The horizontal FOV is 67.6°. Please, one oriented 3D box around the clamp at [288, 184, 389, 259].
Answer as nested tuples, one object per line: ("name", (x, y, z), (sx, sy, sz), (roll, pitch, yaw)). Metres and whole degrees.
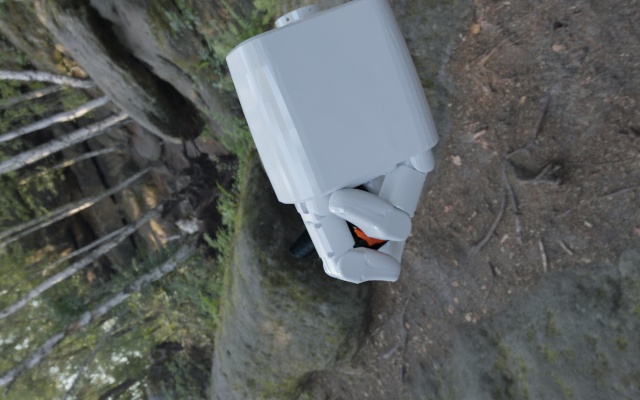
("clamp", (0.000, 0.002, 0.417), (0.039, 0.120, 0.171), (-28, 13, -28))
